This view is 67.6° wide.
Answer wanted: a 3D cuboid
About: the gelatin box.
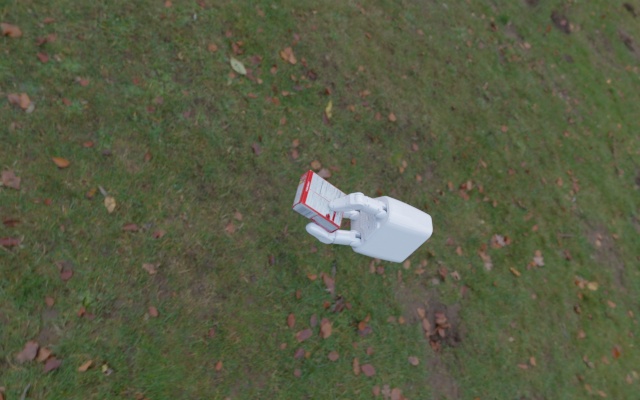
[{"bbox_3d":[0.000,0.002,0.812,0.089,0.073,0.030,34,-41,-25],"label":"gelatin box"}]
